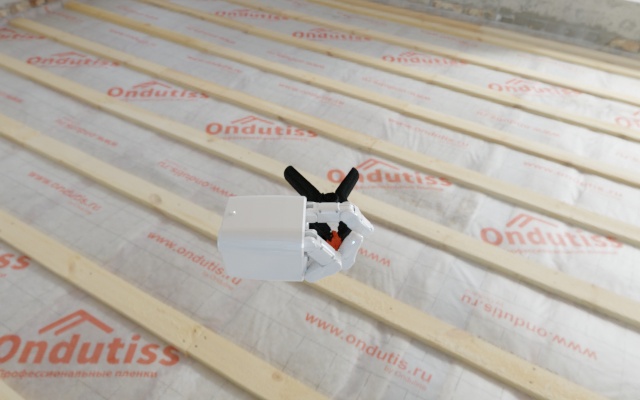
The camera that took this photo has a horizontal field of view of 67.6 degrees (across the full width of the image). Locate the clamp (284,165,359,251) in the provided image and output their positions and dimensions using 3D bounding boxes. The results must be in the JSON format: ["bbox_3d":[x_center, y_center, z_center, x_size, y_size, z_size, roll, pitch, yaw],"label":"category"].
[{"bbox_3d":[0.000,0.003,0.711,0.120,0.039,0.171,2,40,0],"label":"clamp"}]
